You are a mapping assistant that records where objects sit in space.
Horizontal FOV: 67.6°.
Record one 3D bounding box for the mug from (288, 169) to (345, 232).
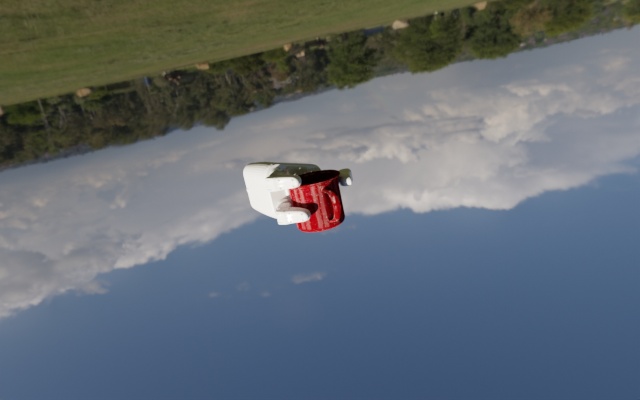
[{"bbox_3d":[0.001,0.003,0.771,0.093,0.081,0.117,-20,17,-27],"label":"mug"}]
